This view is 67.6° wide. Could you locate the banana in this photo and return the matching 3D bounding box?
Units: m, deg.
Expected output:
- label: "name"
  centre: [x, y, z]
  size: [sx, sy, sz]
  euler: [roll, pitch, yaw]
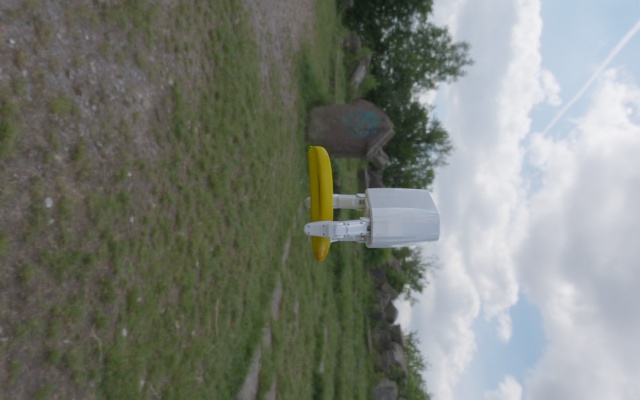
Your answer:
- label: "banana"
  centre: [0.001, -0.006, 0.755]
  size: [0.037, 0.197, 0.070]
  euler: [-2, -16, -3]
